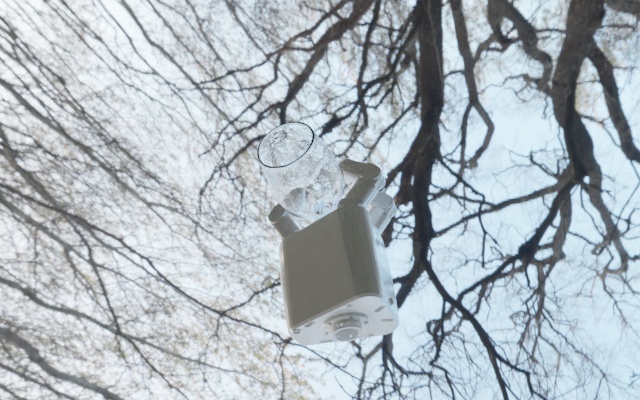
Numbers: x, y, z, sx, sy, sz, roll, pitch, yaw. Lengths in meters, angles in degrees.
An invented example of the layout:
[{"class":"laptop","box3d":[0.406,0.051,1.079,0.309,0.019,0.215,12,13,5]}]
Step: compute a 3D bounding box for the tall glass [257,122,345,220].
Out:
[{"class":"tall glass","box3d":[0.000,0.002,0.544,0.079,0.079,0.201,0,-36,26]}]
